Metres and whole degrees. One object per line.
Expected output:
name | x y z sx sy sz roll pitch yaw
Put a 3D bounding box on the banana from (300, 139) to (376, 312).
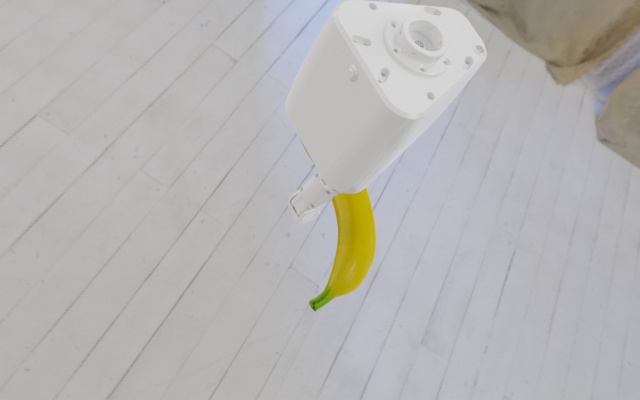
banana | 0.018 0.005 0.469 0.069 0.197 0.037 2 -23 -19
